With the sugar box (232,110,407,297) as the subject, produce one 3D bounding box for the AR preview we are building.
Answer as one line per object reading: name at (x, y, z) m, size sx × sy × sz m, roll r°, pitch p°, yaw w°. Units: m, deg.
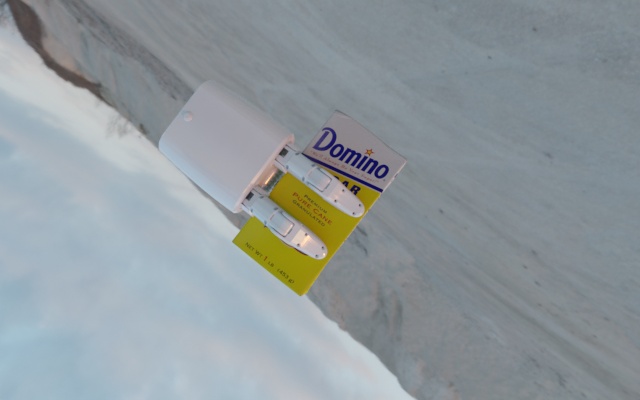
sugar box at (0.000, 0.002, 0.498) m, size 0.093 × 0.176 × 0.048 m, roll 37°, pitch 0°, yaw 6°
